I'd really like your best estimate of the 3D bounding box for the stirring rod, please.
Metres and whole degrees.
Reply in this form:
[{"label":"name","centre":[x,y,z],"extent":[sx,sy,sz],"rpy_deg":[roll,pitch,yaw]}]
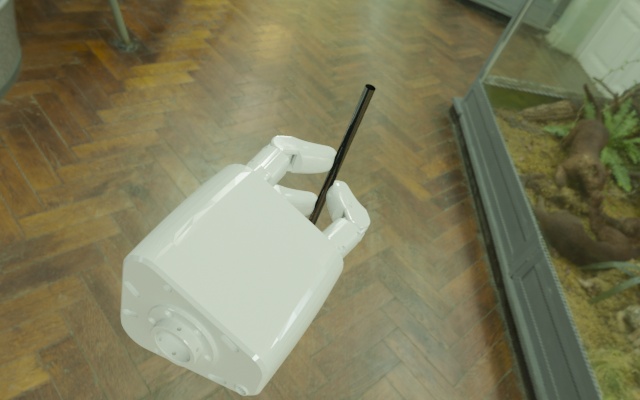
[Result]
[{"label":"stirring rod","centre":[0.000,0.002,0.425],"extent":[0.011,0.011,0.240],"rpy_deg":[0,-44,-25]}]
